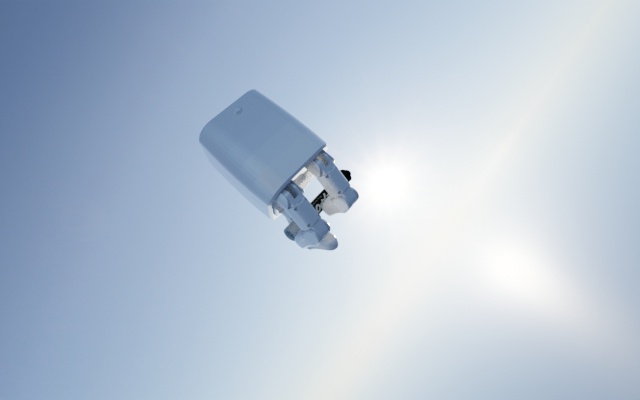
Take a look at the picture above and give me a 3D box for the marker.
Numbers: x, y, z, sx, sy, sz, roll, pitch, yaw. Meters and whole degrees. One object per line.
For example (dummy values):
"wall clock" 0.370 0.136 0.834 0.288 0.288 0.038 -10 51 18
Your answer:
"marker" 0.000 0.002 0.575 0.020 0.020 0.121 0 39 49
